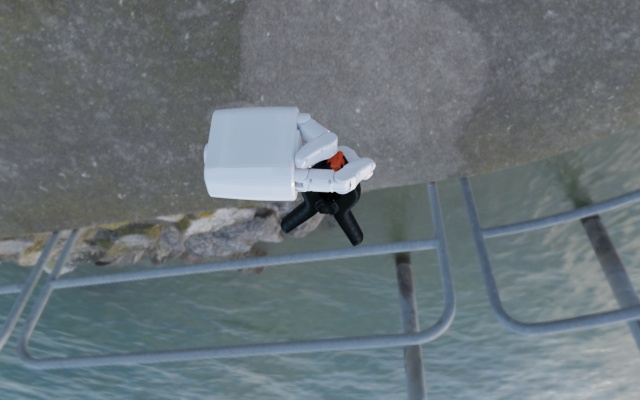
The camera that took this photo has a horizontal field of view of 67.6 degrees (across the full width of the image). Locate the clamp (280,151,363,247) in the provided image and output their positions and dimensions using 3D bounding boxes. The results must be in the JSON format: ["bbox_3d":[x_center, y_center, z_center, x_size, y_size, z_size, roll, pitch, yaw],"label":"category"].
[{"bbox_3d":[0.000,0.002,0.642,0.120,0.039,0.172,1,-43,3],"label":"clamp"}]
